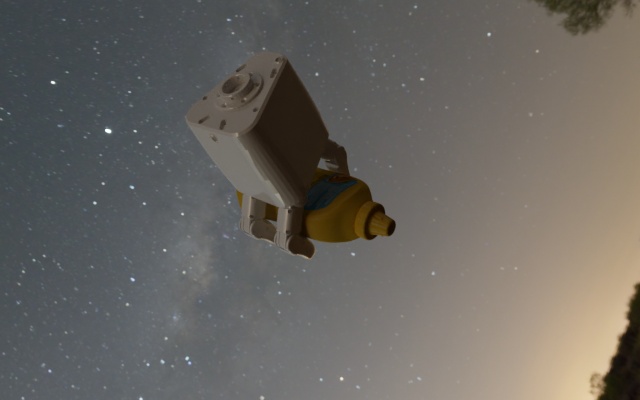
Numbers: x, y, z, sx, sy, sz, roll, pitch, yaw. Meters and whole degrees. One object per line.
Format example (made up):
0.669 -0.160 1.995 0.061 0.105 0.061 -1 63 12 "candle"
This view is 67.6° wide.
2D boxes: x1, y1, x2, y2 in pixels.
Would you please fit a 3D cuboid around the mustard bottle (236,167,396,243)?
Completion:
0.000 0.002 0.544 0.191 0.058 0.096 19 40 36 "mustard bottle"
